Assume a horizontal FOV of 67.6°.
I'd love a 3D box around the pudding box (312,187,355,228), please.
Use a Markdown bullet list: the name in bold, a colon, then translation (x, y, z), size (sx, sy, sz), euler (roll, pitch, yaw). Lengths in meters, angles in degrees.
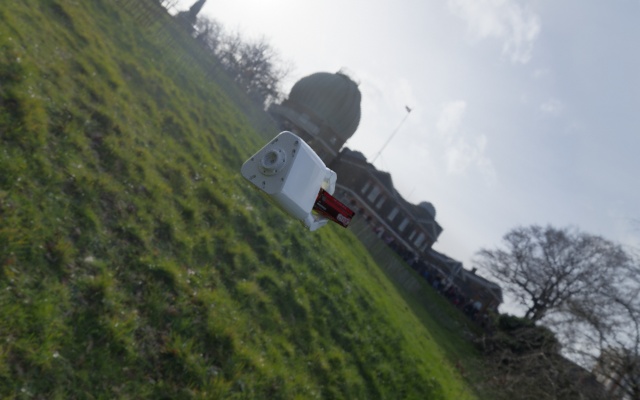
- **pudding box**: translation (0.000, 0.003, 0.896), size (0.090, 0.039, 0.113), euler (37, -4, -31)
